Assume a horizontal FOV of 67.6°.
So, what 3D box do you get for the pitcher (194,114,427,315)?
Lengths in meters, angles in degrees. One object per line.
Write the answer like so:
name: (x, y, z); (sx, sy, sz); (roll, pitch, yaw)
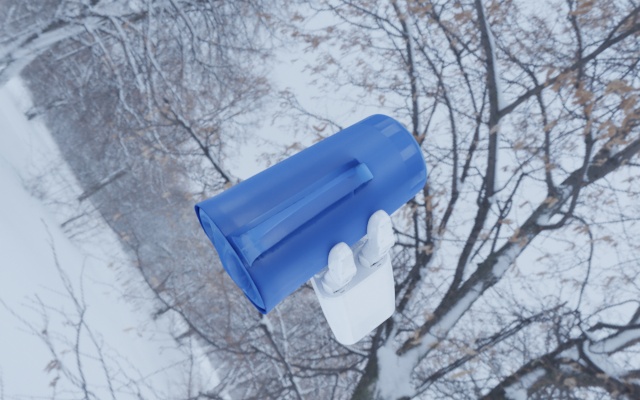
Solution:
pitcher: (0.000, 0.002, 0.517); (0.243, 0.145, 0.149); (-33, 43, -19)
